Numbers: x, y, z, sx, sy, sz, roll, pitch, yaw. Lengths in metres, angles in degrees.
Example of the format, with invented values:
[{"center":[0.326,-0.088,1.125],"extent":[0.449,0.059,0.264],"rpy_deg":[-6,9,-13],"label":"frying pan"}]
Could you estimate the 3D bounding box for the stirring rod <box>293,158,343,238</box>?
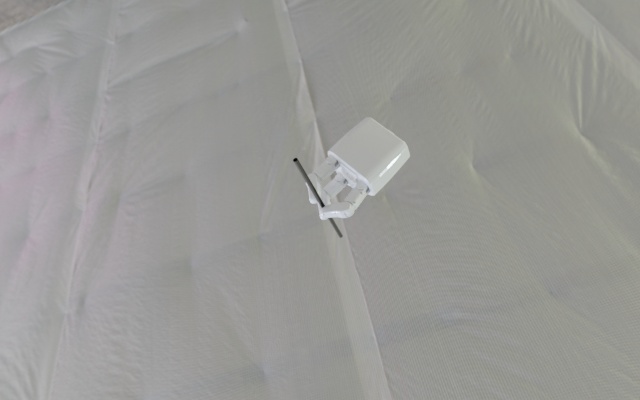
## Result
[{"center":[0.000,0.003,0.847],"extent":[0.011,0.011,0.240],"rpy_deg":[0,-34,24],"label":"stirring rod"}]
